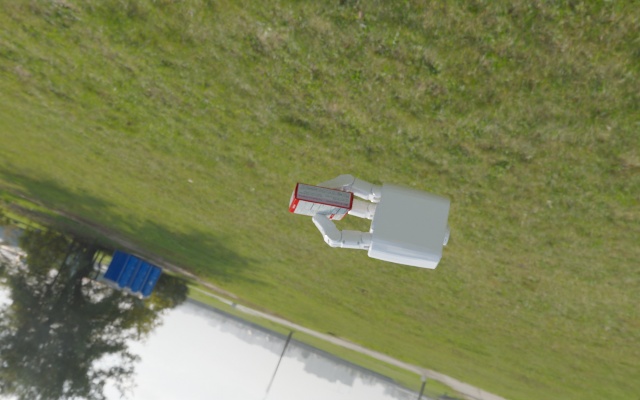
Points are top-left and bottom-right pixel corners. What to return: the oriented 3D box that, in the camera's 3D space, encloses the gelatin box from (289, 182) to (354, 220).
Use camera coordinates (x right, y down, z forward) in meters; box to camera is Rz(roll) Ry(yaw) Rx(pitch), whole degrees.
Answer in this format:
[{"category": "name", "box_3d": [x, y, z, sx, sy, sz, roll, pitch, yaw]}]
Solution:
[{"category": "gelatin box", "box_3d": [0.000, 0.003, 0.738, 0.089, 0.030, 0.073, 9, -18, -8]}]
